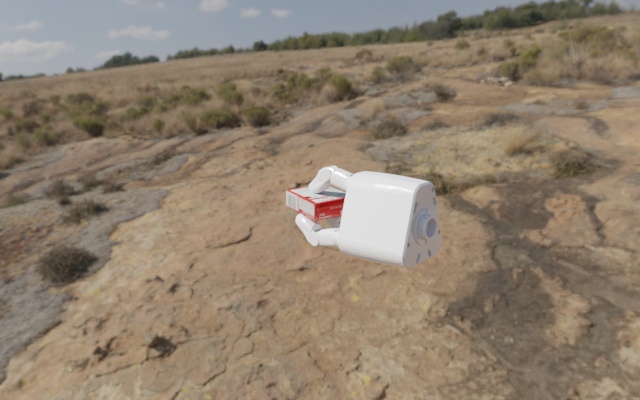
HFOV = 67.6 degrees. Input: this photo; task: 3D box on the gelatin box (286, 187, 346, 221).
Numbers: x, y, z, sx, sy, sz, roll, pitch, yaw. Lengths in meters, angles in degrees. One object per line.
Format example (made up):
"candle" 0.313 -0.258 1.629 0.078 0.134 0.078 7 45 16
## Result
"gelatin box" 0.000 0.002 0.724 0.073 0.030 0.089 -10 20 -32
